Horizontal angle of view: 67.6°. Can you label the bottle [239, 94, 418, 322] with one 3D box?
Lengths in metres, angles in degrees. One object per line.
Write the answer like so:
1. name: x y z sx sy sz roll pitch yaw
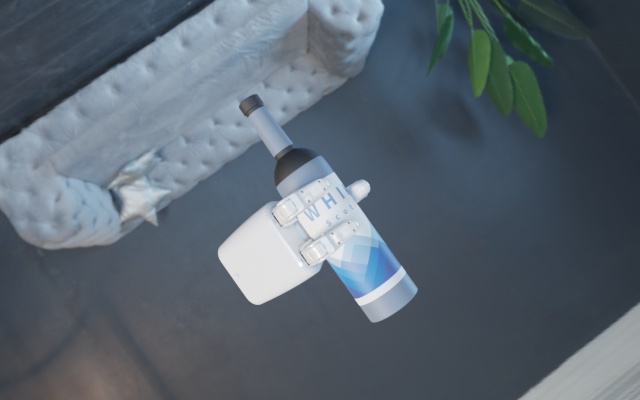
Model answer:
1. bottle: 0.000 0.002 0.559 0.069 0.295 0.069 -36 -2 -1
